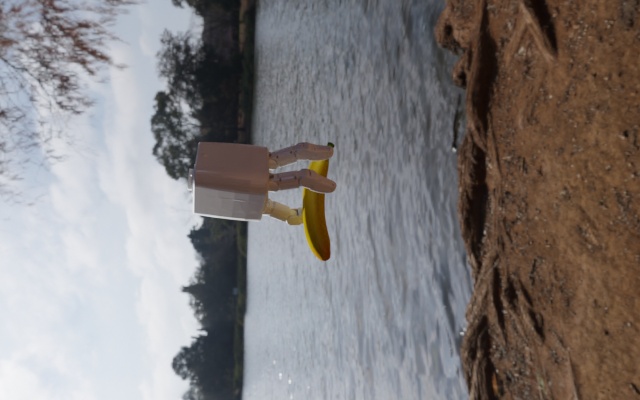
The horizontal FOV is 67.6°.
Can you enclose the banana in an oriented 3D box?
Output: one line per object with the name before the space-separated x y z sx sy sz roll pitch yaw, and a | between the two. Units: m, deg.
banana | -0.005 0.007 0.743 0.037 0.197 0.070 9 -26 -16
